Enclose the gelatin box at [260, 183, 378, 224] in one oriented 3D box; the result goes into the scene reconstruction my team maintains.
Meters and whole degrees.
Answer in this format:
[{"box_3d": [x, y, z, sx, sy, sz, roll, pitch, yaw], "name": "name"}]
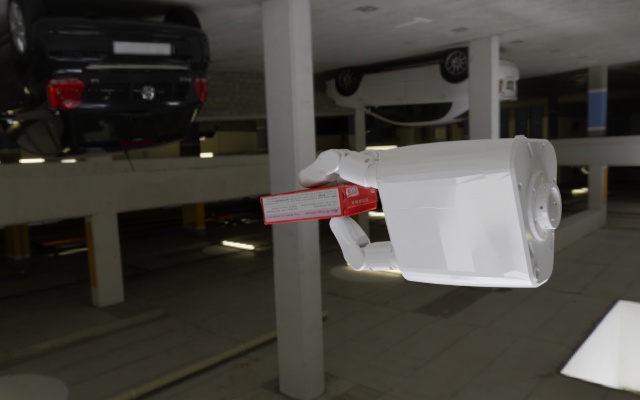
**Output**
[{"box_3d": [0.000, 0.002, 0.458, 0.089, 0.030, 0.073, -8, 0, 30], "name": "gelatin box"}]
